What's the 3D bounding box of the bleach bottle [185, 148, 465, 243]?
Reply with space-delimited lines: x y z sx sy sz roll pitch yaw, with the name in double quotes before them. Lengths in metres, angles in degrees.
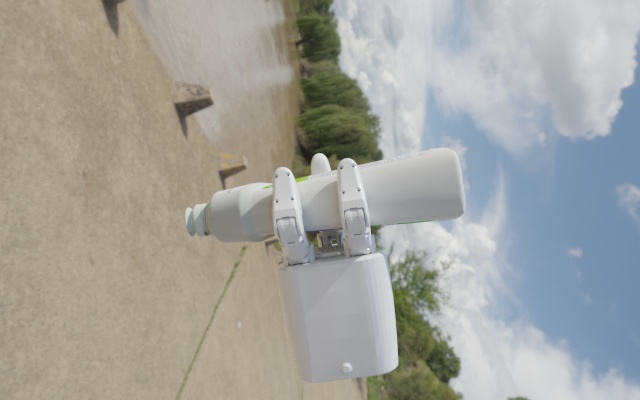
"bleach bottle" 0.000 0.001 0.455 0.251 0.068 0.102 -9 2 4
